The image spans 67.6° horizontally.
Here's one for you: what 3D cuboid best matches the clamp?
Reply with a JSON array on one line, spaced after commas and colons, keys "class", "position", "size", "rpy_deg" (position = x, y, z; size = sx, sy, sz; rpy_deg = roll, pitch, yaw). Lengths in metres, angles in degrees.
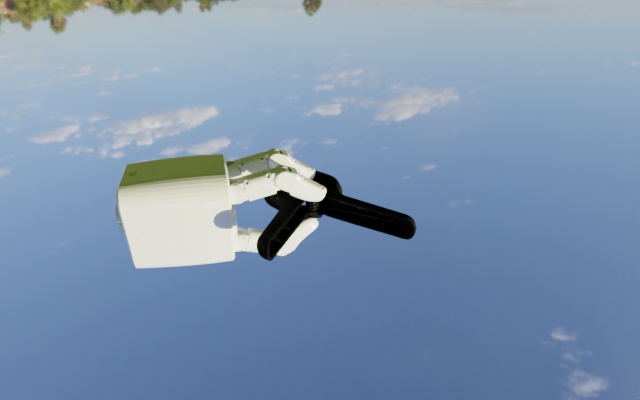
[{"class": "clamp", "position": [0.000, 0.002, 0.542], "size": [0.164, 0.036, 0.210], "rpy_deg": [-3, 24, -13]}]
